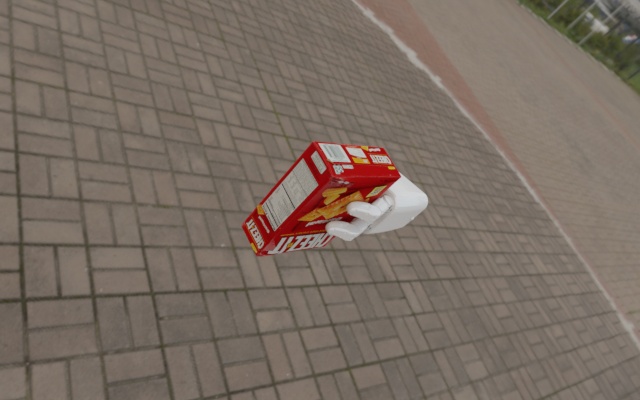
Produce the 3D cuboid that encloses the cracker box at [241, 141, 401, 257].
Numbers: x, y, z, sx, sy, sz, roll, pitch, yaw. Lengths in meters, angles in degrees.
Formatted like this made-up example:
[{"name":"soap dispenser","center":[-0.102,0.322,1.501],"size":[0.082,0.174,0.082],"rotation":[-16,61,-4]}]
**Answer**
[{"name":"cracker box","center":[0.000,0.002,0.765],"size":[0.164,0.072,0.214],"rotation":[-2,-35,-46]}]
